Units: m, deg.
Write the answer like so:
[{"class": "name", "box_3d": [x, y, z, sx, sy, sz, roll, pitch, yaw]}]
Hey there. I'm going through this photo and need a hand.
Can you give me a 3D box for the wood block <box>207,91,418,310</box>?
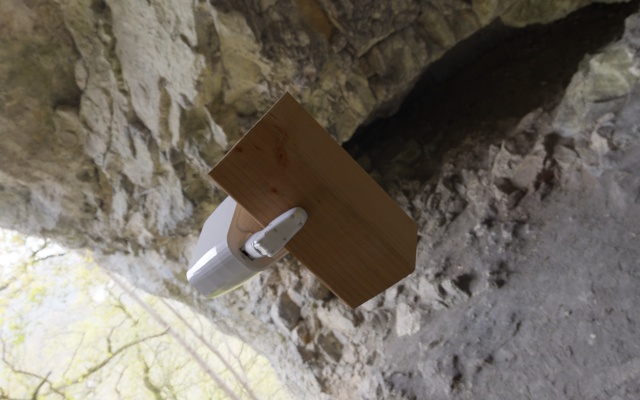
[{"class": "wood block", "box_3d": [0.000, 0.002, 0.497, 0.090, 0.206, 0.090, -39, 14, 29]}]
